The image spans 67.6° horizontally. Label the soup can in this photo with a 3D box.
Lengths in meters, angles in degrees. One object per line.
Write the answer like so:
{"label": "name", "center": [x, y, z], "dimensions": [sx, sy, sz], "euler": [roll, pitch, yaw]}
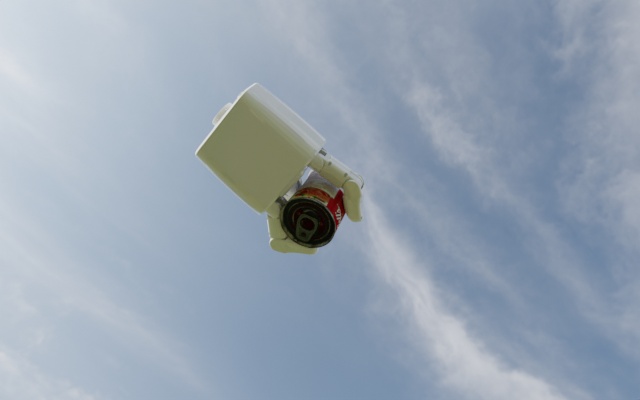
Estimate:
{"label": "soup can", "center": [0.001, 0.002, 0.584], "dimensions": [0.068, 0.068, 0.102], "euler": [0, 29, 21]}
